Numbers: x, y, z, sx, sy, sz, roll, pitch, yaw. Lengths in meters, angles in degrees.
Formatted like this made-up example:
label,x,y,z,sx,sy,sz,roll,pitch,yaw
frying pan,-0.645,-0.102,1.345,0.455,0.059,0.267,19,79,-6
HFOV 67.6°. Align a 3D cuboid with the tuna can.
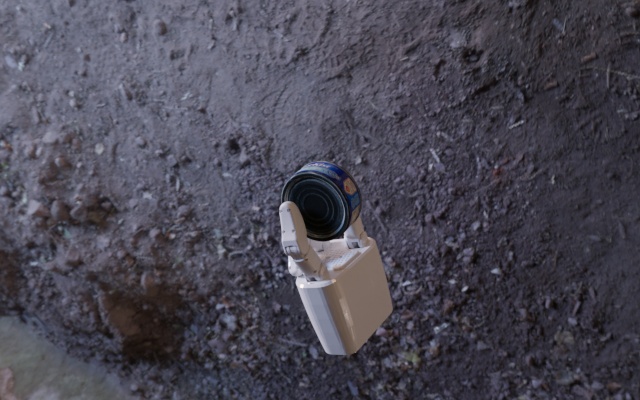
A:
label,x,y,z,sx,sy,sz,roll,pitch,yaw
tuna can,0.000,0.002,0.527,0.086,0.086,0.033,0,23,29
